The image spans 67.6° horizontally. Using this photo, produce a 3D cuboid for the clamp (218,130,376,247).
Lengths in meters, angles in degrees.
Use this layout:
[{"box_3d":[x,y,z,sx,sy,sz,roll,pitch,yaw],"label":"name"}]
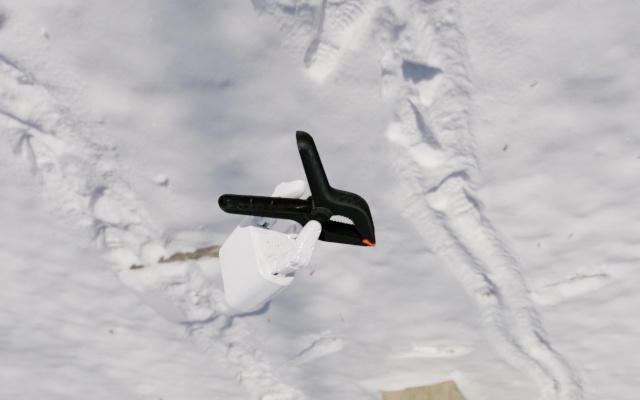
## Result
[{"box_3d":[0.000,0.003,0.597,0.210,0.036,0.165,25,-44,-26],"label":"clamp"}]
